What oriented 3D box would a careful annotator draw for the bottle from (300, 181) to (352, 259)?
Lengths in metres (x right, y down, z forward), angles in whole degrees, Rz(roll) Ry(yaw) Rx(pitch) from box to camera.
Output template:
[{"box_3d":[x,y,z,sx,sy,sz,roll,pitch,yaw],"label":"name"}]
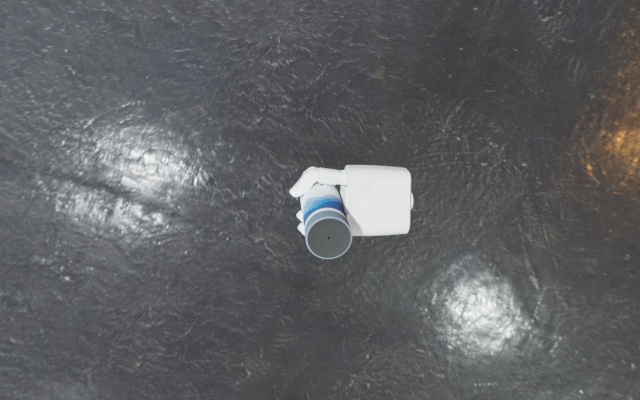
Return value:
[{"box_3d":[0.000,0.003,0.809,0.069,0.069,0.295,0,20,-5],"label":"bottle"}]
